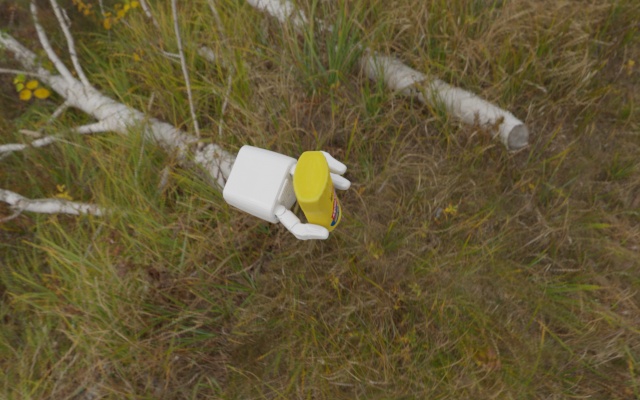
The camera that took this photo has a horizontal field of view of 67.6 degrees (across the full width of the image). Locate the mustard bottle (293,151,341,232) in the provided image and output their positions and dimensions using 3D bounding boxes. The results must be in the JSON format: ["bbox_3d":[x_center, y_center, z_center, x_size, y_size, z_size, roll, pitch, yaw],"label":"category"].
[{"bbox_3d":[0.000,0.003,0.831,0.058,0.096,0.192,-3,-28,10],"label":"mustard bottle"}]
